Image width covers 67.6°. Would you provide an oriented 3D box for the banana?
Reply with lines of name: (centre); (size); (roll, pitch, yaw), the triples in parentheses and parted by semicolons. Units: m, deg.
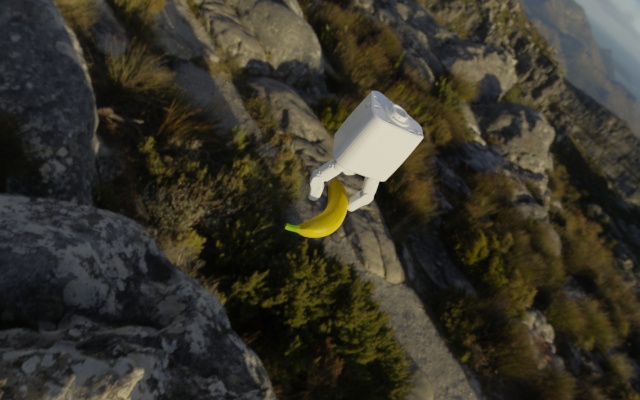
banana: (0.012, 0.017, 0.842); (0.037, 0.069, 0.197); (-49, -4, 35)
